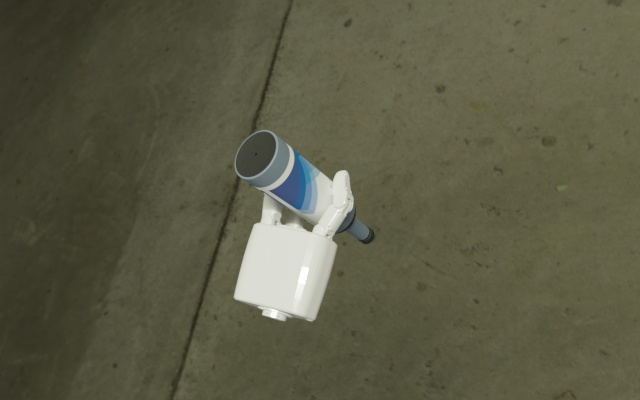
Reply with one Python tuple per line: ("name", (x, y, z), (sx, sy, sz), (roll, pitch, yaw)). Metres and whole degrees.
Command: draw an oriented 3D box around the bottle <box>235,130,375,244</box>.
("bottle", (0.000, 0.002, 0.681), (0.069, 0.069, 0.296), (0, -23, 35))
